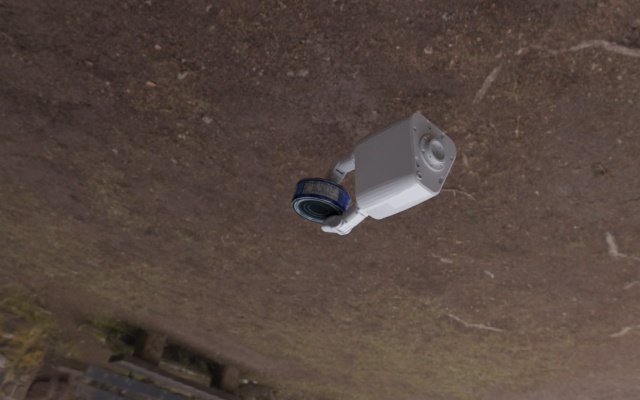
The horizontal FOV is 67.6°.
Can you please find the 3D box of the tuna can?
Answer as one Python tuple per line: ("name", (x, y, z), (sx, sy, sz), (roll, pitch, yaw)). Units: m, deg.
("tuna can", (0.000, 0.003, 0.716), (0.086, 0.033, 0.086), (12, -27, 6))
